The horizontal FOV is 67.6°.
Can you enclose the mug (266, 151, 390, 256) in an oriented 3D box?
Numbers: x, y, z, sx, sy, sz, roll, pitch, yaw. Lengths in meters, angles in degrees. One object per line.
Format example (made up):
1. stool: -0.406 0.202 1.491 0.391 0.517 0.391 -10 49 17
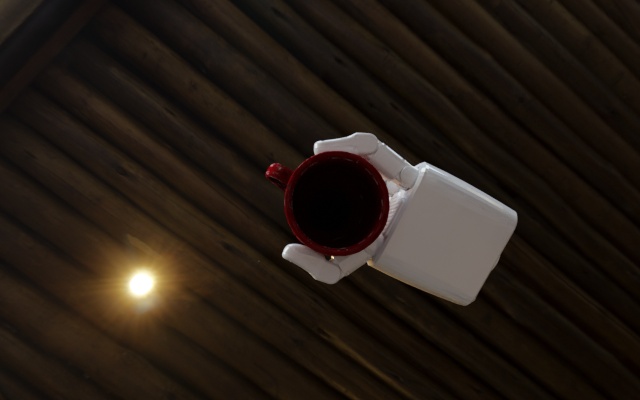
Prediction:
1. mug: -0.001 0.001 0.454 0.117 0.093 0.081 28 -10 -2
